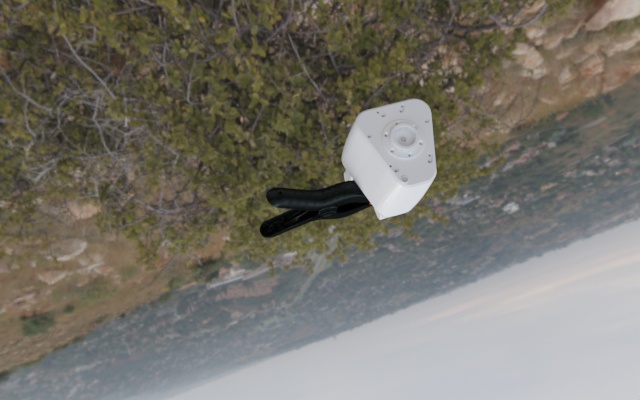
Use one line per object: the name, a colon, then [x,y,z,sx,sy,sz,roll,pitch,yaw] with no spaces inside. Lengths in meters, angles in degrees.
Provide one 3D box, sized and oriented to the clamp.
clamp: [0.000,0.003,0.630,0.171,0.039,0.120,-17,-16,-10]
